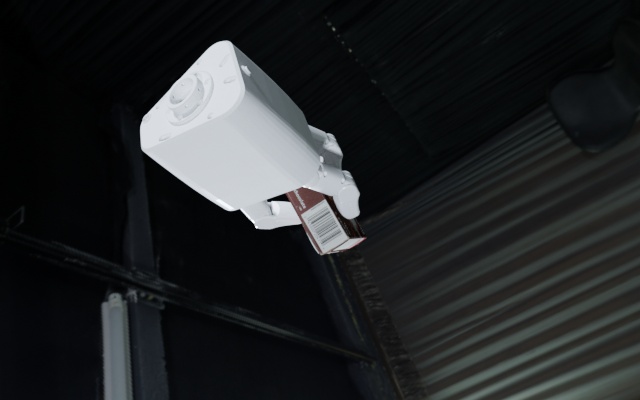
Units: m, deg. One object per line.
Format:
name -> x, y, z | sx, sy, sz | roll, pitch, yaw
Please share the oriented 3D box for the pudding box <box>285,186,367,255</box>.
pudding box -> 0.000, 0.002, 0.517 | 0.039, 0.113, 0.090 | -31, -11, 14
